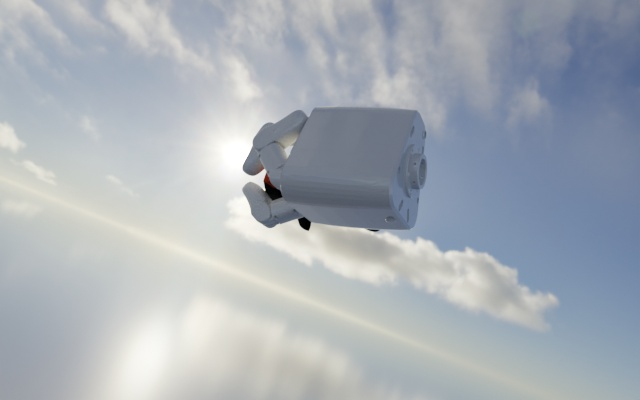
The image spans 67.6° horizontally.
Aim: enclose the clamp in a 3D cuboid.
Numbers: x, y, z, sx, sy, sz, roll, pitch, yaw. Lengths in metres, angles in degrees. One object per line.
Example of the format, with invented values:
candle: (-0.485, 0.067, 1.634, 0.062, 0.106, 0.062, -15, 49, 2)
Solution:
clamp: (0.000, 0.001, 0.557, 0.120, 0.039, 0.171, -4, -22, 23)
